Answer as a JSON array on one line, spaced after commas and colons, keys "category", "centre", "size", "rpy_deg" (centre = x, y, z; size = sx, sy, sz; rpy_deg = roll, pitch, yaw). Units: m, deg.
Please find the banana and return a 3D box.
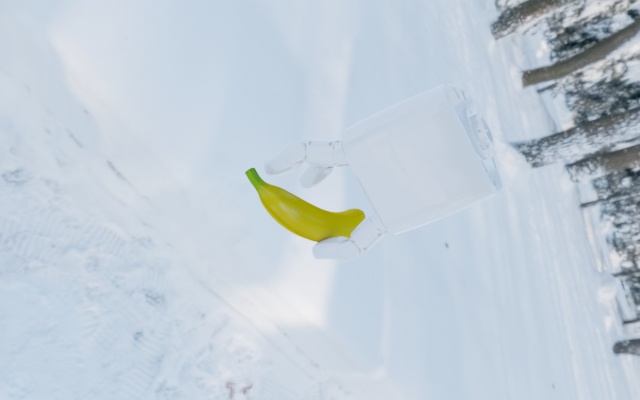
[{"category": "banana", "centre": [0.001, 0.017, 0.537], "size": [0.037, 0.069, 0.198], "rpy_deg": [-28, -32, 30]}]
